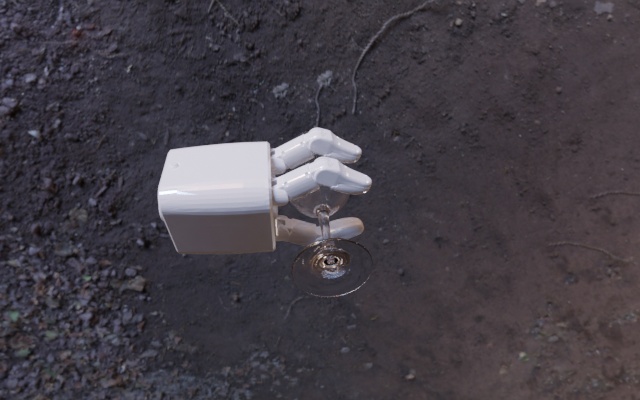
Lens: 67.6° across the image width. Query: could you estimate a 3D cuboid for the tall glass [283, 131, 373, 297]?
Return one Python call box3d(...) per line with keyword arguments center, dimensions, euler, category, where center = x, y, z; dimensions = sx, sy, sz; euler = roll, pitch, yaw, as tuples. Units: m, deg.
box3d(center=(0.000, 0.002, 0.507), dimensions=(0.079, 0.079, 0.200), euler=(0, 38, -7), category="tall glass")
